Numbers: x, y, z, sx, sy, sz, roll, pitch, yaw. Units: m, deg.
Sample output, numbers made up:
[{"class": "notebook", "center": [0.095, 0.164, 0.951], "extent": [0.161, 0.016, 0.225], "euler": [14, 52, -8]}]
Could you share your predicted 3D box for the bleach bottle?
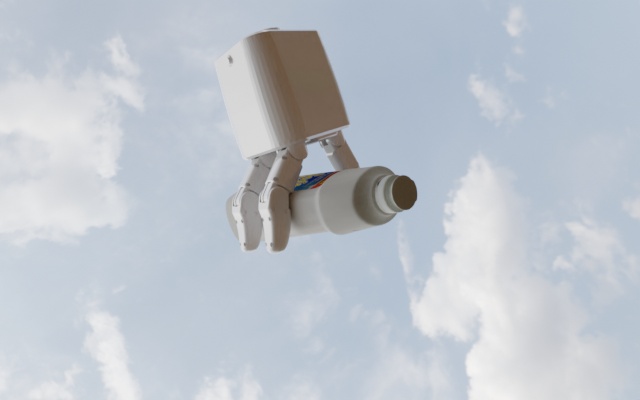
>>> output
[{"class": "bleach bottle", "center": [0.000, 0.002, 0.481], "extent": [0.102, 0.068, 0.251], "euler": [-23, 9, -35]}]
